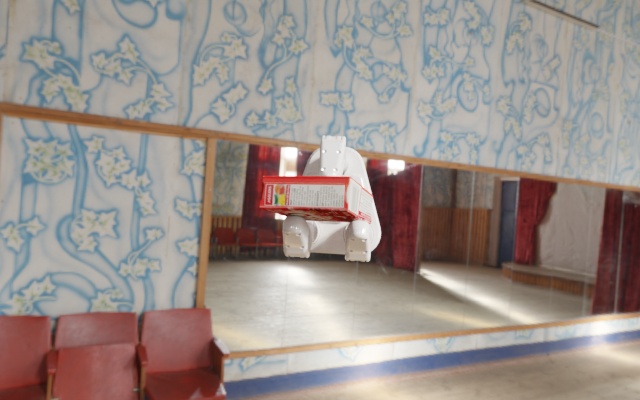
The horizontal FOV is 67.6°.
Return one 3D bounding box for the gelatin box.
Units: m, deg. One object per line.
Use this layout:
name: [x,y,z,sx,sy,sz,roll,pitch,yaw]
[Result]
gelatin box: [0.000,0.001,0.404,0.073,0.030,0.089,2,-8,18]
